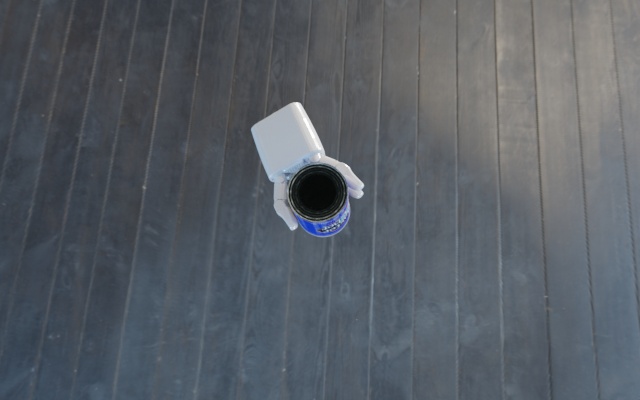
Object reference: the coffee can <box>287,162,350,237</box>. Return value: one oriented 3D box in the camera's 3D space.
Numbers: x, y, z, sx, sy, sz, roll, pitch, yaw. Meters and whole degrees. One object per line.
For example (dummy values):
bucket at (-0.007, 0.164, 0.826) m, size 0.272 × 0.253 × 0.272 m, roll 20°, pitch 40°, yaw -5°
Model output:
coffee can at (0.000, 0.003, 0.846) m, size 0.103 × 0.102 × 0.140 m, roll 0°, pitch -14°, yaw 4°
